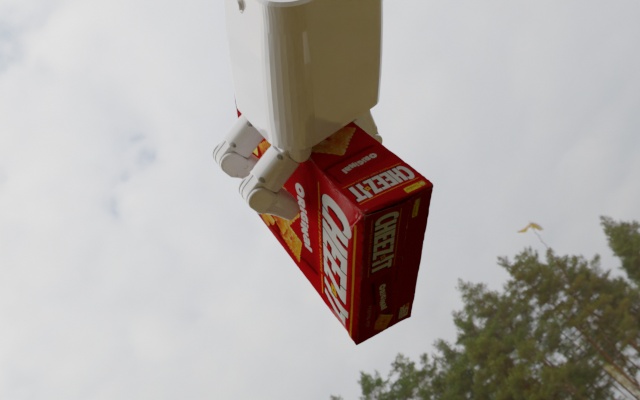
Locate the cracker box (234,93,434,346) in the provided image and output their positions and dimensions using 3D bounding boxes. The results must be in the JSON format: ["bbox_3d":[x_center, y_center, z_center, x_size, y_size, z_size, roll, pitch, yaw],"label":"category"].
[{"bbox_3d":[0.000,0.001,0.448,0.072,0.164,0.213,-23,46,-21],"label":"cracker box"}]
